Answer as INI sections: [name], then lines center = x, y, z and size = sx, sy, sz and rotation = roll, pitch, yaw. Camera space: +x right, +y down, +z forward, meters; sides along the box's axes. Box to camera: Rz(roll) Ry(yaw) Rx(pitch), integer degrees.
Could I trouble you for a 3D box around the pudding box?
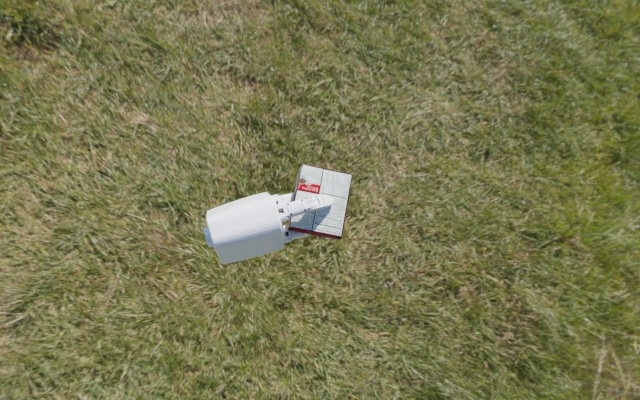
[pudding box]
center = 0.000, 0.003, 0.789
size = 0.090, 0.113, 0.039
rotation = 12, -11, -5
